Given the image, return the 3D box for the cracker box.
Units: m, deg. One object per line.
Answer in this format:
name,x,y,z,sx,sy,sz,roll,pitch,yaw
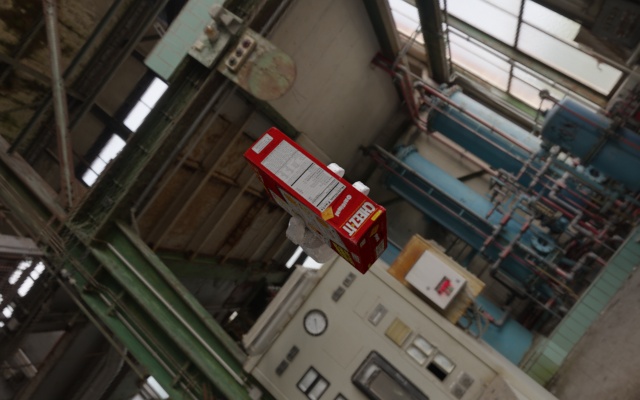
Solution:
cracker box,0.000,0.002,0.718,0.213,0.072,0.164,38,-12,20
